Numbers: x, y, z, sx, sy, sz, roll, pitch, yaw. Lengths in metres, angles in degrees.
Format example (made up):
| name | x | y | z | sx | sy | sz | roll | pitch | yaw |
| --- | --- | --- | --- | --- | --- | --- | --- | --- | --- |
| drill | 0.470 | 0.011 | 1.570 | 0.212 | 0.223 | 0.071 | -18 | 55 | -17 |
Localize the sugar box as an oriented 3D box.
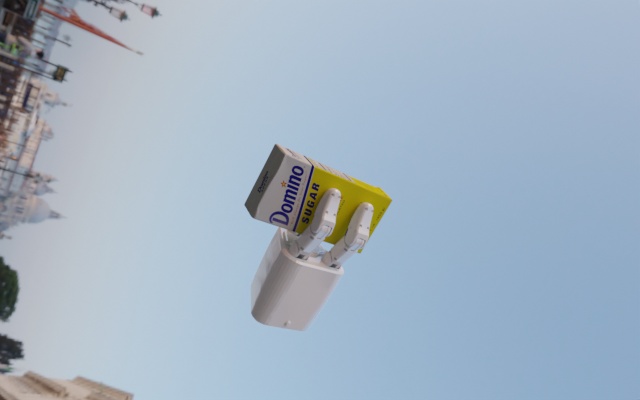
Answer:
| name | x | y | z | sx | sy | sz | roll | pitch | yaw |
| --- | --- | --- | --- | --- | --- | --- | --- | --- | --- |
| sugar box | 0.000 | 0.002 | 0.626 | 0.176 | 0.093 | 0.048 | 19 | 17 | -33 |
